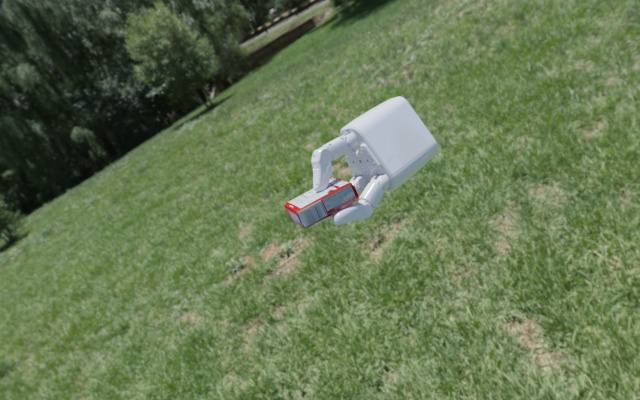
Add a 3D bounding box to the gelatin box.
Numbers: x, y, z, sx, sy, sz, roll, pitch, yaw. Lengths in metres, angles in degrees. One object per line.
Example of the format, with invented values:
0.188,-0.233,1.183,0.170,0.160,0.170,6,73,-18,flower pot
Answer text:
0.000,0.002,0.670,0.089,0.030,0.073,-28,15,-13,gelatin box
